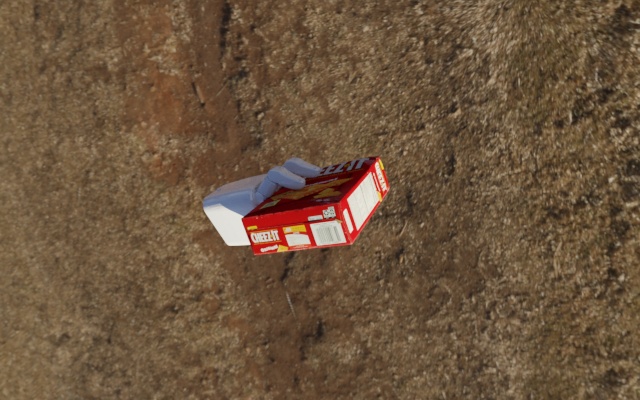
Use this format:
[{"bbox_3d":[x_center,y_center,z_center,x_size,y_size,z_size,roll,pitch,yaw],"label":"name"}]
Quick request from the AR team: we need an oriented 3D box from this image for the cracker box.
[{"bbox_3d":[0.000,0.003,0.761,0.164,0.072,0.213,-9,18,26],"label":"cracker box"}]
